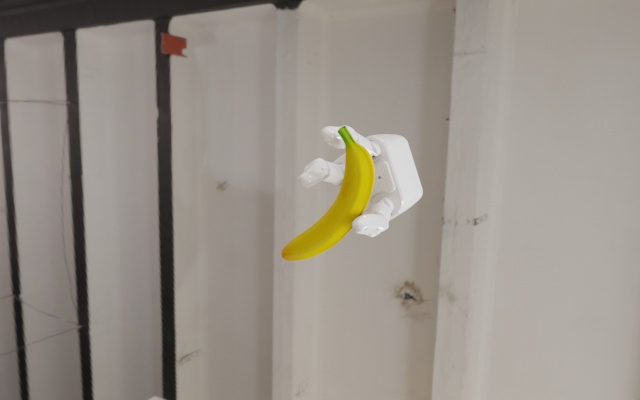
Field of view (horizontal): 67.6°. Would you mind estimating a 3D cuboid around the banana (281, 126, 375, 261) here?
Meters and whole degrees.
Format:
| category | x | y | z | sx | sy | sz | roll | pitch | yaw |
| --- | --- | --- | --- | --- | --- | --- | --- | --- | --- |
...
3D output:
| category | x | y | z | sx | sy | sz | roll | pitch | yaw |
| --- | --- | --- | --- | --- | --- | --- | --- | --- | --- |
| banana | 0.017 | 0.009 | 0.588 | 0.069 | 0.198 | 0.037 | 33 | 25 | 15 |
